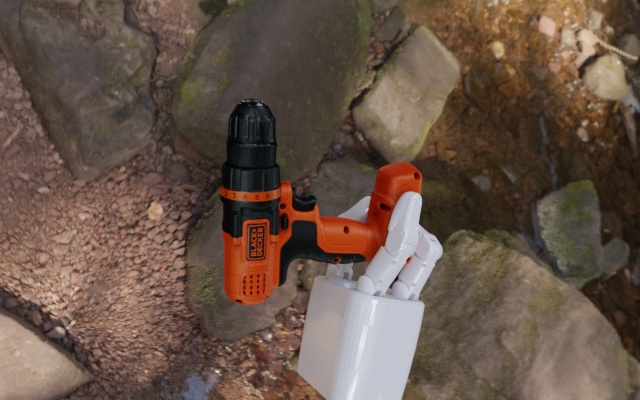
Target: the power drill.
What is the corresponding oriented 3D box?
[{"bbox_3d":[0.000,0.002,0.449,0.187,0.184,0.057,-2,17,-20],"label":"power drill"}]
